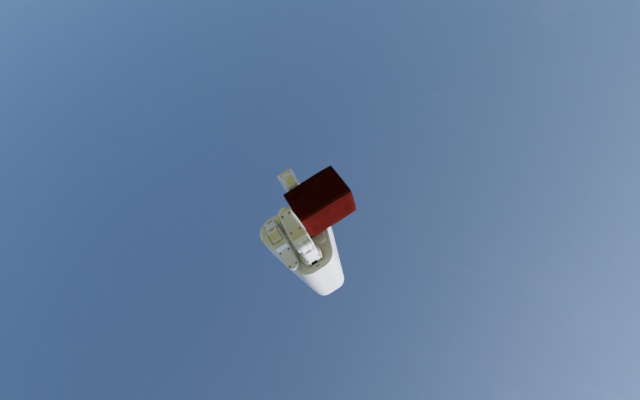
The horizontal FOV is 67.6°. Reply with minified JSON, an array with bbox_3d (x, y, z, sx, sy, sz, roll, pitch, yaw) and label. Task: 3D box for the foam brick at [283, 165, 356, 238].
[{"bbox_3d":[0.000,0.002,0.637,0.078,0.053,0.051,-32,-34,-3],"label":"foam brick"}]
